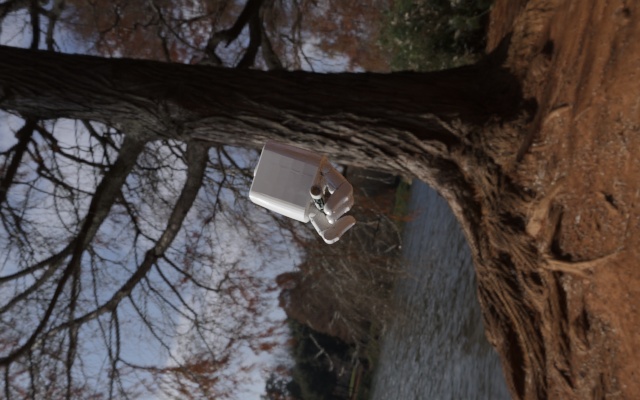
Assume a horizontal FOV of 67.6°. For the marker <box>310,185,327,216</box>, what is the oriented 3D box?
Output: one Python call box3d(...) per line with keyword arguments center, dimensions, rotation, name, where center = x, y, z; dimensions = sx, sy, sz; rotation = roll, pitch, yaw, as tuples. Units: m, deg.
box3d(center=(0.000, 0.003, 0.768), dimensions=(0.020, 0.020, 0.121), rotation=(0, -17, 7), name="marker")
